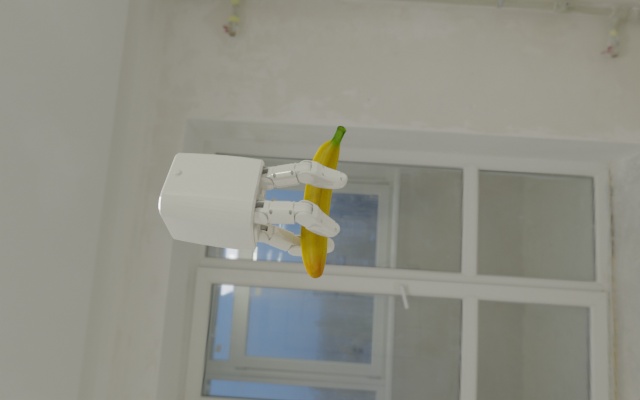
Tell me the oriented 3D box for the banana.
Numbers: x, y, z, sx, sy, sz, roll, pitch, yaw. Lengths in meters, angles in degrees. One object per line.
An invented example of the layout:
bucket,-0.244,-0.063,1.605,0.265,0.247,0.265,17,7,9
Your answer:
banana,-0.002,0.004,0.608,0.037,0.197,0.070,10,-18,-7
